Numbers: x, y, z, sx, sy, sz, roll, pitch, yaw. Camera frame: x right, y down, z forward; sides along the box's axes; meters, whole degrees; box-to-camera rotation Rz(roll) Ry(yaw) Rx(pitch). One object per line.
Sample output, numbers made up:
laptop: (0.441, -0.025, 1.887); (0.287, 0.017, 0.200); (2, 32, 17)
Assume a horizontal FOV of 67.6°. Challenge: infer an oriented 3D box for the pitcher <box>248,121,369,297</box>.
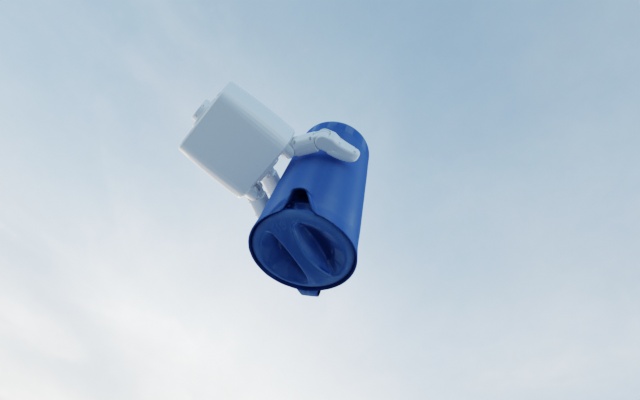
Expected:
pitcher: (0.000, 0.002, 0.660); (0.145, 0.242, 0.149); (39, -53, -16)
